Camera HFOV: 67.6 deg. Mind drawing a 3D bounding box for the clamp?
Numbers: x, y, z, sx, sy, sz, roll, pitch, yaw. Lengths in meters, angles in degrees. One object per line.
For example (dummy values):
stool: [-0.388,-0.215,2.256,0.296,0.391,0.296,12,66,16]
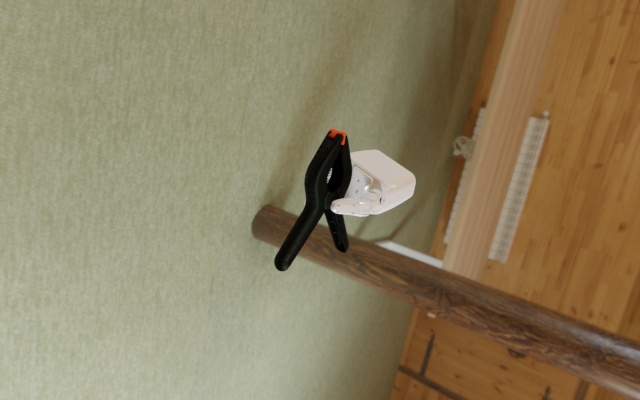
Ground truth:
clamp: [0.001,0.002,0.698,0.036,0.210,0.164,21,25,33]
